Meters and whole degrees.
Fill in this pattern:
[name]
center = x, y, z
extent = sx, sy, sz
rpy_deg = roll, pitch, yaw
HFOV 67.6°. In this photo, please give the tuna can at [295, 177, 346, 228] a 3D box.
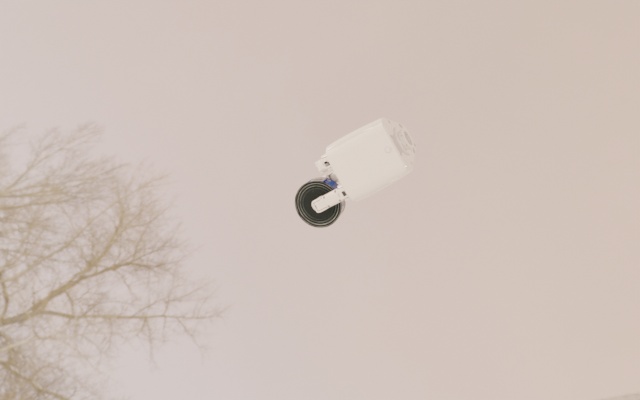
[tuna can]
center = 0.000, 0.003, 0.843
extent = 0.086, 0.086, 0.033
rpy_deg = 0, 17, 20
